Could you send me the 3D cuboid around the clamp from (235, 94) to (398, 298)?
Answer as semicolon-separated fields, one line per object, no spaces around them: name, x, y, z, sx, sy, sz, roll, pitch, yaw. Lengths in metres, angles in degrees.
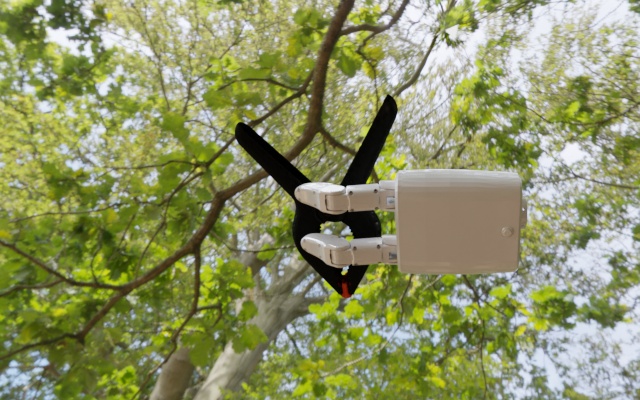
clamp;0.001;0.002;0.494;0.164;0.210;0.036;0;19;14
